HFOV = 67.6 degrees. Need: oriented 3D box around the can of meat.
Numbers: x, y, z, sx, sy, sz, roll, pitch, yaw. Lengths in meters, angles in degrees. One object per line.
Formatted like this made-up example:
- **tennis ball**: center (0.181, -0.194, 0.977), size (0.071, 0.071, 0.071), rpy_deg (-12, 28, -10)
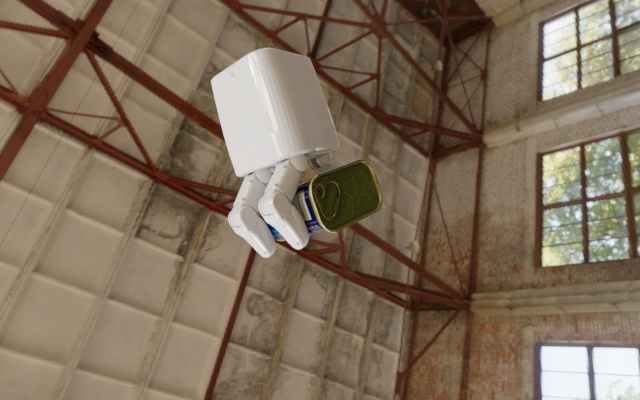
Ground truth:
- **can of meat**: center (0.000, 0.002, 0.499), size (0.084, 0.057, 0.102), rpy_deg (-15, 6, 44)
